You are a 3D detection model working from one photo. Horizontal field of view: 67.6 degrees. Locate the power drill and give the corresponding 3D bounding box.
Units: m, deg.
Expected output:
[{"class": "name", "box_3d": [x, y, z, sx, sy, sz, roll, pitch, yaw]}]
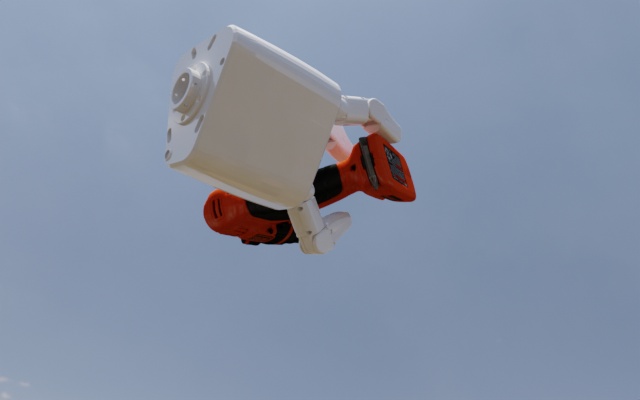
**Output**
[{"class": "power drill", "box_3d": [0.000, 0.001, 0.502, 0.188, 0.057, 0.184, -21, -15, 20]}]
